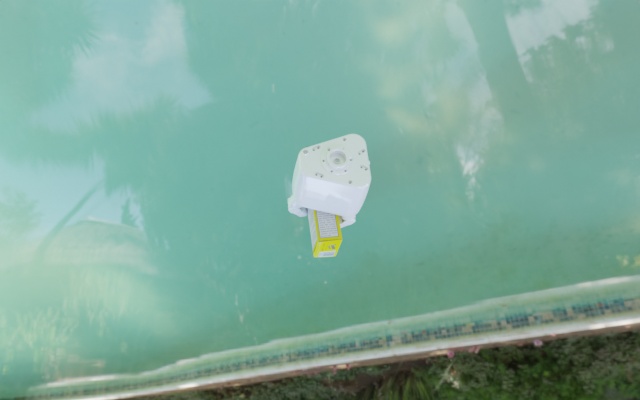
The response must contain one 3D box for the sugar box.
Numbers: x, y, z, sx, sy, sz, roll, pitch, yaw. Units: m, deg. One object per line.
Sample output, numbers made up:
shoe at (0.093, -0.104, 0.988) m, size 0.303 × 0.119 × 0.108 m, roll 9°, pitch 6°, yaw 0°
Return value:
sugar box at (0.001, 0.003, 0.832) m, size 0.048 × 0.176 × 0.093 m, roll -3°, pitch -23°, yaw -8°
